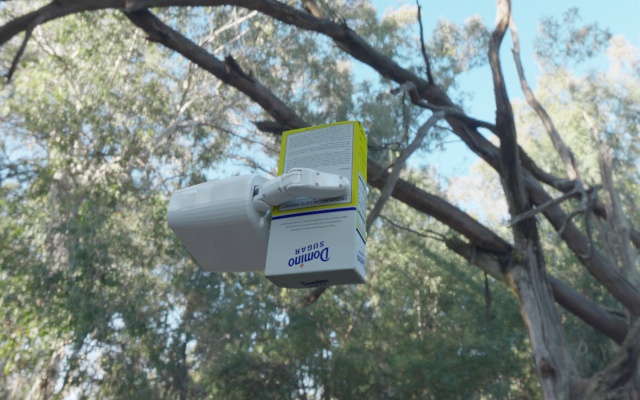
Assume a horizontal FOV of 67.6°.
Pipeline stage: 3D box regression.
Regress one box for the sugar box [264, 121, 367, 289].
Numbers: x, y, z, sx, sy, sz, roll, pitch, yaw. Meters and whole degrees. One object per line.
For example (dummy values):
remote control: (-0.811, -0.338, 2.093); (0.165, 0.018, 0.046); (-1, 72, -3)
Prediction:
sugar box: (0.000, 0.002, 0.499); (0.093, 0.176, 0.048); (-7, -30, 19)
